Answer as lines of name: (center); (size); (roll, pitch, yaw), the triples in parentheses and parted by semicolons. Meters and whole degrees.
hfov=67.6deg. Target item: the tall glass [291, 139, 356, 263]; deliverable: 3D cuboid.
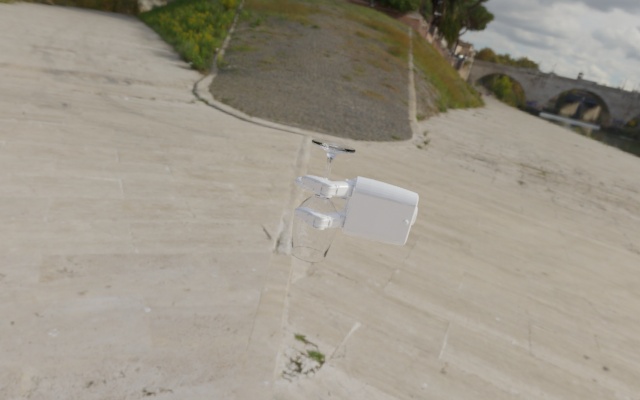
tall glass: (0.000, 0.002, 0.811); (0.079, 0.201, 0.079); (12, 17, -4)
